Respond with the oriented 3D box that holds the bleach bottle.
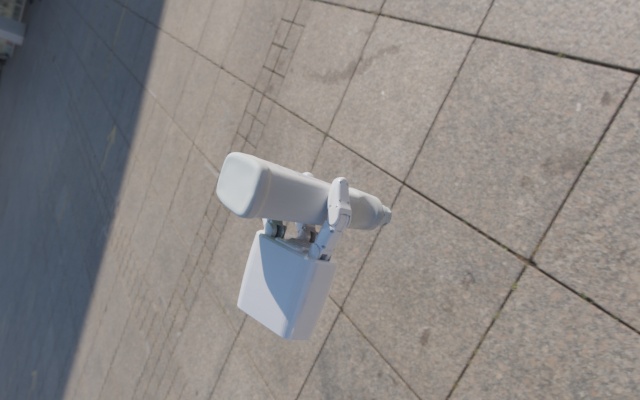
[{"bbox_3d":[0.000,0.002,0.617,0.251,0.068,0.102,13,8,-36],"label":"bleach bottle"}]
